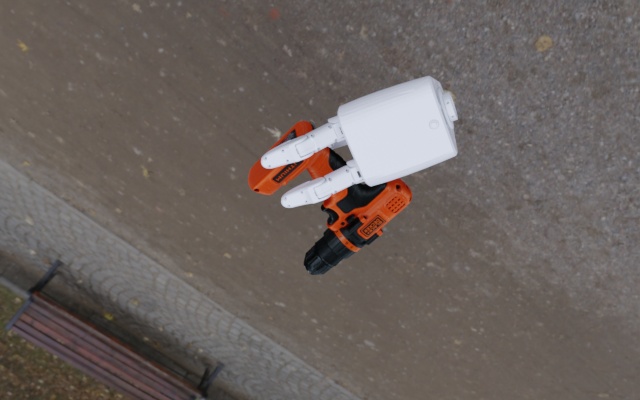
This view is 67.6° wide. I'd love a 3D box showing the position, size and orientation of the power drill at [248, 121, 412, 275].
[{"bbox_3d":[0.000,0.002,0.619,0.188,0.184,0.057,37,18,-31],"label":"power drill"}]
